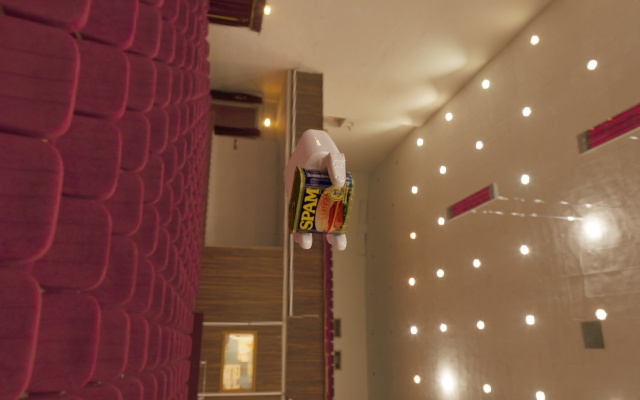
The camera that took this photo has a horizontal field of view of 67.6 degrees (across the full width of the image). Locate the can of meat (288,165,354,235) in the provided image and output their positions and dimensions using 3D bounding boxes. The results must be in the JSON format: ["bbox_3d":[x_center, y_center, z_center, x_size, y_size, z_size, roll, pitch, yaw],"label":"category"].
[{"bbox_3d":[0.000,0.002,0.724,0.084,0.102,0.057,4,26,-14],"label":"can of meat"}]
